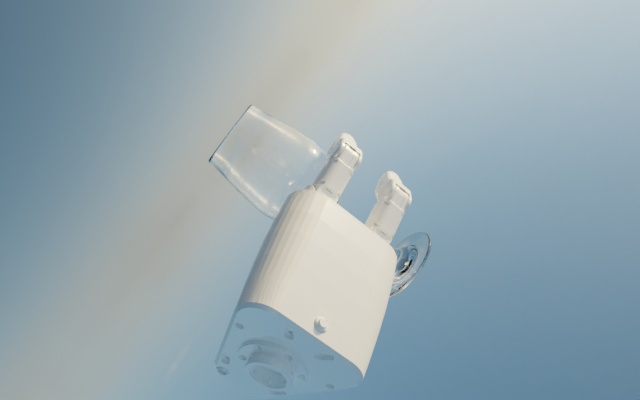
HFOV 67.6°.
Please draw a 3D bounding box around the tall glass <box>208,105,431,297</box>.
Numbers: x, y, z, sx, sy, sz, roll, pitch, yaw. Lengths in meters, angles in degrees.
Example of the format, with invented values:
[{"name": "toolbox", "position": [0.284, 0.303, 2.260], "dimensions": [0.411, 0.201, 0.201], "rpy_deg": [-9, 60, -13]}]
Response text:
[{"name": "tall glass", "position": [0.001, 0.002, 0.427], "dimensions": [0.201, 0.079, 0.079], "rpy_deg": [38, -9, -12]}]
